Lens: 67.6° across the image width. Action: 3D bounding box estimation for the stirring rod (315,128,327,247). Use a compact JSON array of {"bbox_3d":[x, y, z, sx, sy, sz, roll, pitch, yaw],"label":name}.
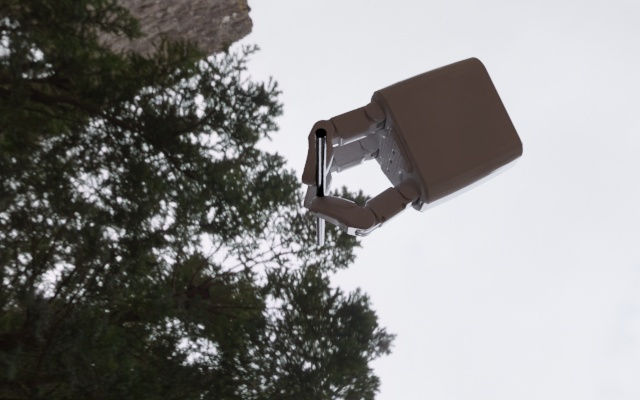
[{"bbox_3d":[0.000,0.001,0.439,0.011,0.011,0.240,0,-23,0],"label":"stirring rod"}]
